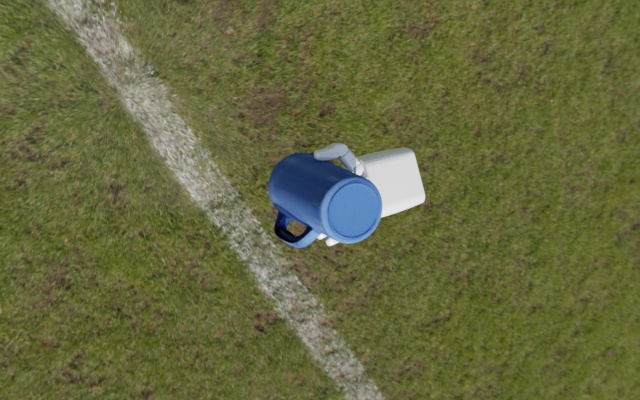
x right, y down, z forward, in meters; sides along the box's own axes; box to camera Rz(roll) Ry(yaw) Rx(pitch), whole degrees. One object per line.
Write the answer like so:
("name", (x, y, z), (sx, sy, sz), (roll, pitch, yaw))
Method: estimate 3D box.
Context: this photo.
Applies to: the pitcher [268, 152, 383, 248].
("pitcher", (0.000, 0.003, 0.837), (0.145, 0.149, 0.242), (-15, 17, -19))
